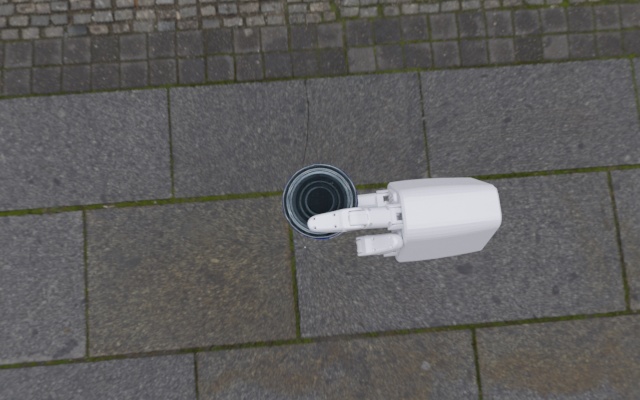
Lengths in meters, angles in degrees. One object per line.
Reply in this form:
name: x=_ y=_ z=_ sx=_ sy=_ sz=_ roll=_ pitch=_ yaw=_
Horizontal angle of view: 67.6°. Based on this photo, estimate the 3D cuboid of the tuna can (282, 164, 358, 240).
tuna can: x=0.000 y=0.002 z=0.541 sx=0.086 sy=0.086 sz=0.034 roll=0 pitch=-5 yaw=4
